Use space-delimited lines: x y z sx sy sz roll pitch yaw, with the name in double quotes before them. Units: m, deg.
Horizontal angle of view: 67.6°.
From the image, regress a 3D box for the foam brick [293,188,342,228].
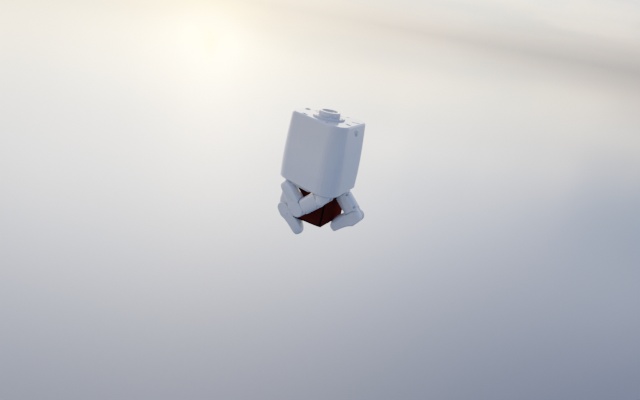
"foam brick" 0.000 0.003 0.774 0.053 0.051 0.078 21 23 22
